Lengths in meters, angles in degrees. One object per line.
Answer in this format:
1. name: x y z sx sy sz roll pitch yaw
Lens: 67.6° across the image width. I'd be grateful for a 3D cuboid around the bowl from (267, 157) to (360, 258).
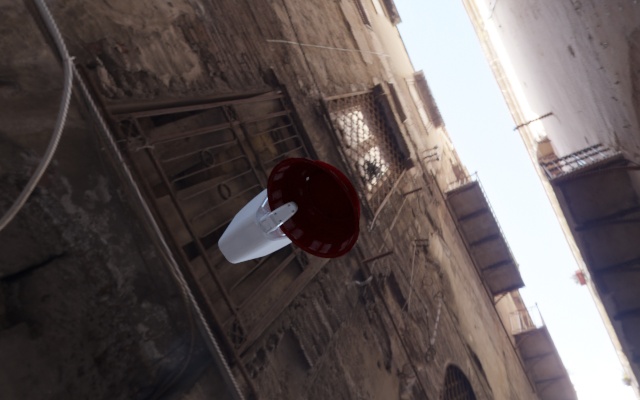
1. bowl: 0.001 0.002 0.698 0.162 0.162 0.055 0 26 39
